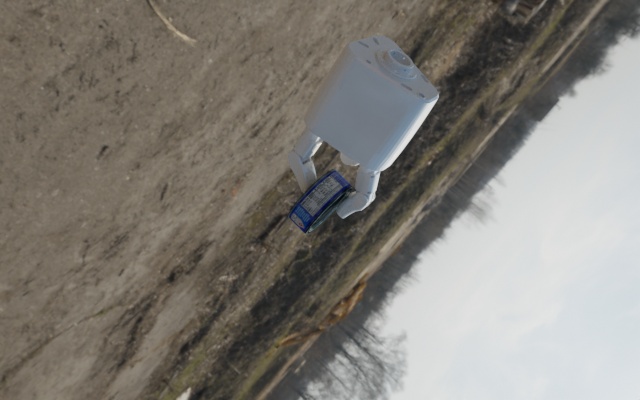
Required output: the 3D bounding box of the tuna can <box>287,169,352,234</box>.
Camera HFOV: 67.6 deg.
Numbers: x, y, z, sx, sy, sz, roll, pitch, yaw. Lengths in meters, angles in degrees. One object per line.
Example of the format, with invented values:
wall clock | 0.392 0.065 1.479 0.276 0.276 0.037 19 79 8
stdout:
tuna can | 0.000 0.002 0.603 0.034 0.086 0.086 45 7 7
